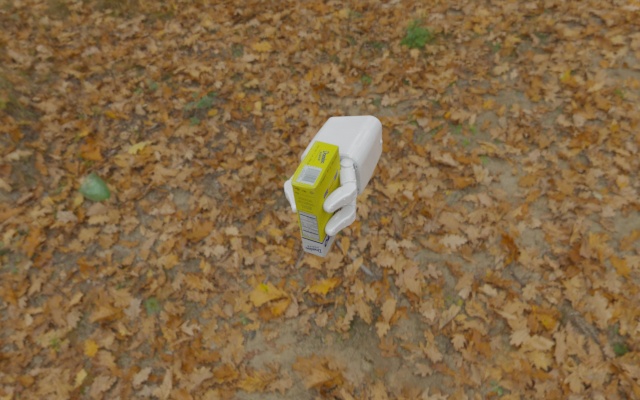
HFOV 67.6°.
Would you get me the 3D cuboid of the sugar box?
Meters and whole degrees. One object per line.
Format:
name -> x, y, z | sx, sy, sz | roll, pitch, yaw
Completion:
sugar box -> 0.001, 0.002, 0.755 | 0.048, 0.093, 0.176 | 15, -36, 21
